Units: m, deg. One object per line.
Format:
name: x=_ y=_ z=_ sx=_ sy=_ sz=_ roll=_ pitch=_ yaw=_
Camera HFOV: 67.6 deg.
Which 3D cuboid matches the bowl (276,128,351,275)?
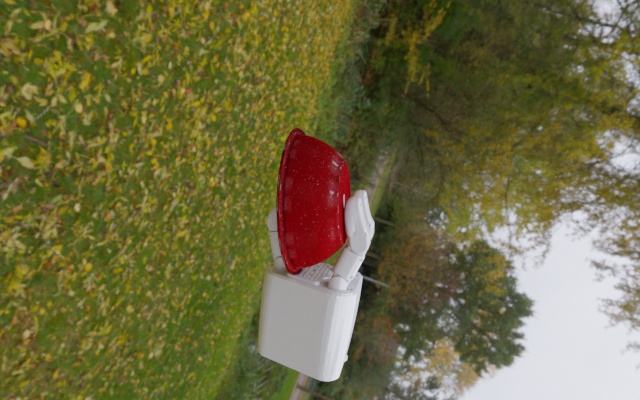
bowl: x=0.000 y=0.000 z=0.520 sx=0.055 sy=0.162 sz=0.162 roll=1 pitch=0 yaw=11
